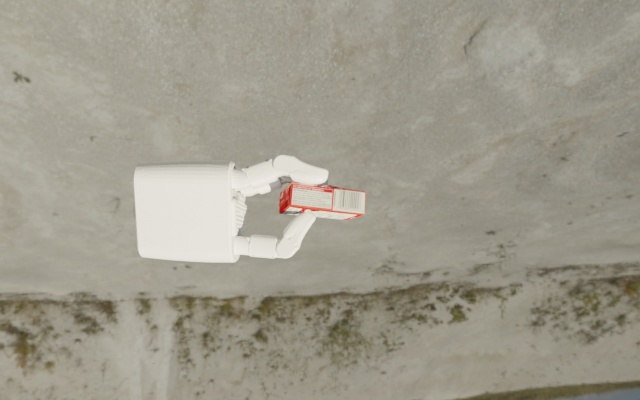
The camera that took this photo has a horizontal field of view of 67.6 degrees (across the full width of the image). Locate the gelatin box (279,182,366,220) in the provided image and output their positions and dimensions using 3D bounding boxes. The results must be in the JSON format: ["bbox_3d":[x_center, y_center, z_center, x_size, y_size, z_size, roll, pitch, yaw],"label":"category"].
[{"bbox_3d":[0.000,0.002,0.555,0.089,0.030,0.073,7,-9,-11],"label":"gelatin box"}]
